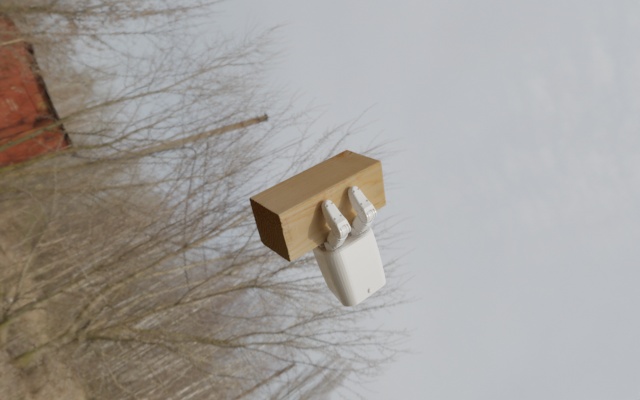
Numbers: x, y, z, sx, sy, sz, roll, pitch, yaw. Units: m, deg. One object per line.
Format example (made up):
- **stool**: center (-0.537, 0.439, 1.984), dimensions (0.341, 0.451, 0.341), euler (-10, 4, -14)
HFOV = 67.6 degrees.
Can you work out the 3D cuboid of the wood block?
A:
- **wood block**: center (0.000, 0.003, 0.788), dimensions (0.206, 0.090, 0.090), euler (-29, 33, -29)
